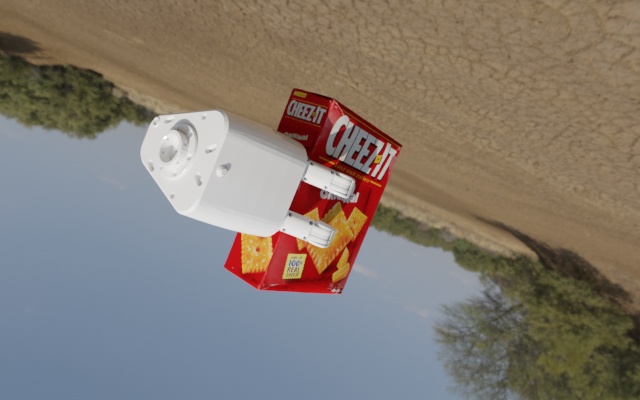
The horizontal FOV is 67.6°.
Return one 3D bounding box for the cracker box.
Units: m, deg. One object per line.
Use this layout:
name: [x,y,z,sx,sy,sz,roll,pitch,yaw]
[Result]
cracker box: [0.000,0.002,0.566,0.072,0.213,0.164,24,3,37]
